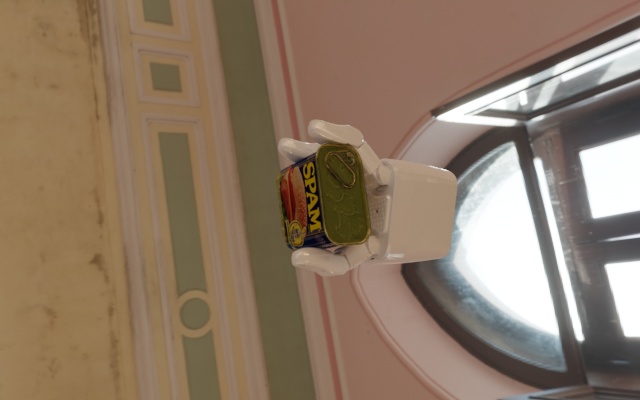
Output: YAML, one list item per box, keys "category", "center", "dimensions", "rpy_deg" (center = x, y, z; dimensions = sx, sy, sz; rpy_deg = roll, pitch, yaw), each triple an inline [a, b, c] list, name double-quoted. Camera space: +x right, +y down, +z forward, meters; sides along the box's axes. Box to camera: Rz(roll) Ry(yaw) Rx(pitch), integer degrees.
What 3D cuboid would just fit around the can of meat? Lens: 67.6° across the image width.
- category: "can of meat"
  center: [0.000, 0.002, 0.496]
  dimensions: [0.057, 0.102, 0.084]
  rpy_deg: [0, -12, -36]
